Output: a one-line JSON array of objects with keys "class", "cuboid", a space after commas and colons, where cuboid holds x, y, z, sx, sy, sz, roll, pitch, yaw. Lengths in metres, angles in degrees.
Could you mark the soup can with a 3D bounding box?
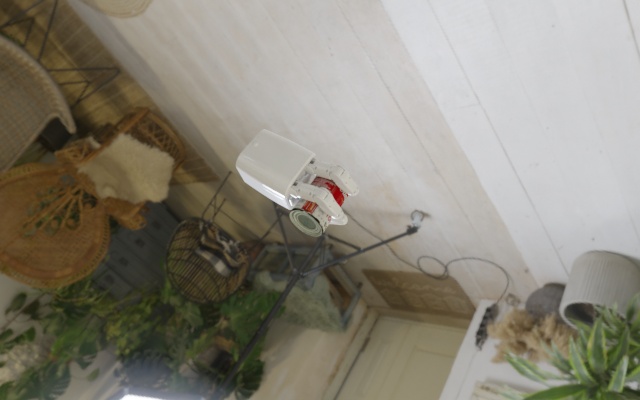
[{"class": "soup can", "cuboid": [0.000, 0.003, 0.822, 0.068, 0.102, 0.069, 25, -32, 17]}]
